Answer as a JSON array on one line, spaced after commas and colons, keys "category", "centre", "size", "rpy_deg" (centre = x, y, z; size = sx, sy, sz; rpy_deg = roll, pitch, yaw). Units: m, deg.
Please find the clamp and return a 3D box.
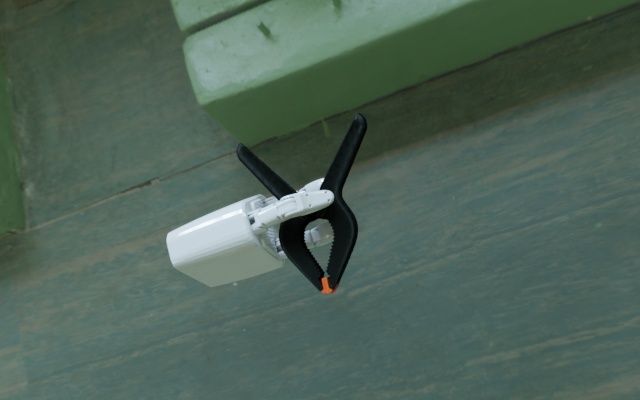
[{"category": "clamp", "centre": [0.000, 0.002, 0.565], "size": [0.164, 0.210, 0.036], "rpy_deg": [-20, -13, 10]}]
